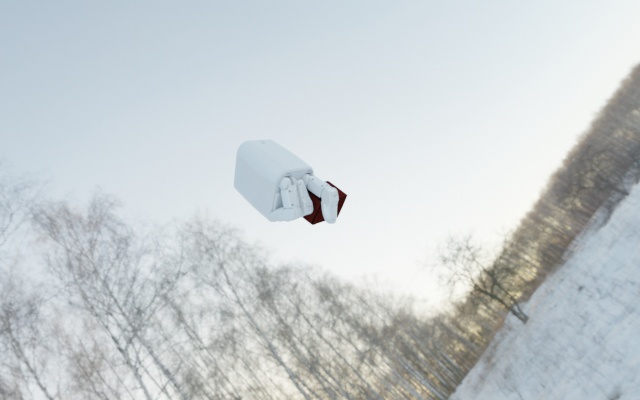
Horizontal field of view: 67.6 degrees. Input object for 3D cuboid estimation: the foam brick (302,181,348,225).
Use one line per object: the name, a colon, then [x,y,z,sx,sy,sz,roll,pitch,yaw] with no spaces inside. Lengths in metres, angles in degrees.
foam brick: [0.000,0.003,0.848,0.051,0.053,0.078,38,28,26]
